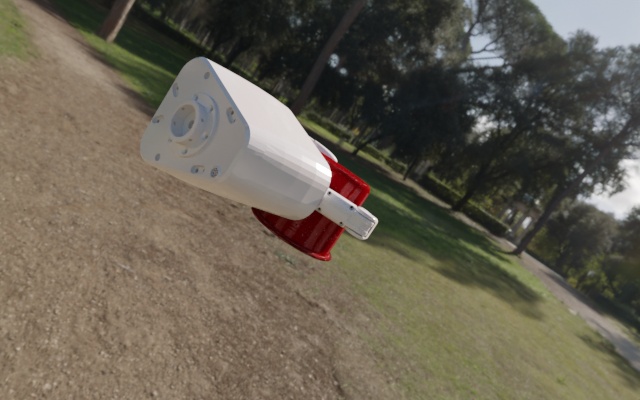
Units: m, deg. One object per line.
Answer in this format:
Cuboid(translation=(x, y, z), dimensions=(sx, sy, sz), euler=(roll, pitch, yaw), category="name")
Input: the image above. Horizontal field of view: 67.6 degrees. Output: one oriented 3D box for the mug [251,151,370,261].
Cuboid(translation=(0.001, 0.002, 0.473), dimensions=(0.093, 0.081, 0.117), euler=(38, 8, 32), category="mug")
